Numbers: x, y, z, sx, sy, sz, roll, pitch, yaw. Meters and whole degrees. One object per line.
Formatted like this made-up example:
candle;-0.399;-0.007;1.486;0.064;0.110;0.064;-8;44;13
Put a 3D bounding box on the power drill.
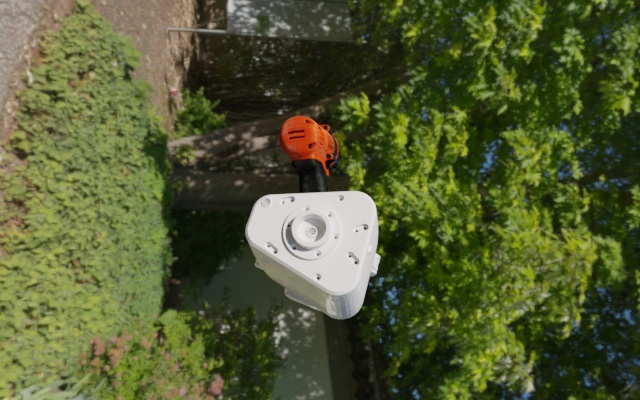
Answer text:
power drill;0.000;0.002;0.584;0.057;0.187;0.184;-9;-5;13
